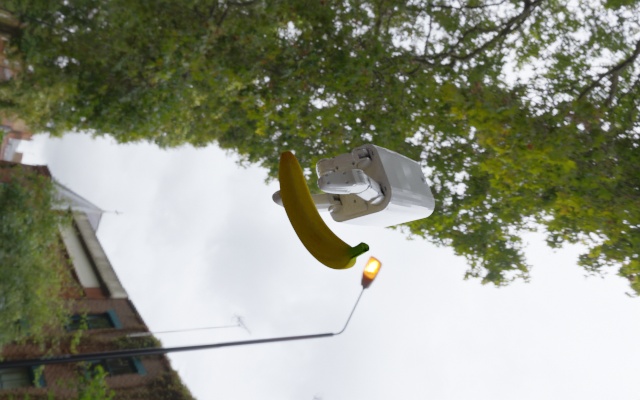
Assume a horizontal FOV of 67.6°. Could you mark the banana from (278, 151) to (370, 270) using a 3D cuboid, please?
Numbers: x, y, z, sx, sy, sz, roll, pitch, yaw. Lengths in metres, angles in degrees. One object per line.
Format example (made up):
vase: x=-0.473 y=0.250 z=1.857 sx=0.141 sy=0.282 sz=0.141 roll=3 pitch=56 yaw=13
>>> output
banana: x=-0.007 y=0.019 z=0.557 sx=0.037 sy=0.070 sz=0.197 roll=11 pitch=28 yaw=-42
